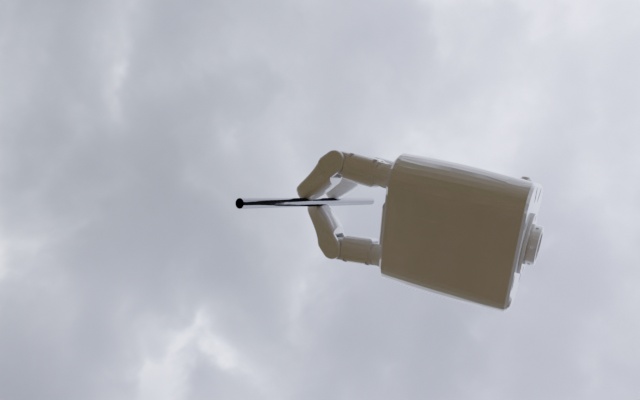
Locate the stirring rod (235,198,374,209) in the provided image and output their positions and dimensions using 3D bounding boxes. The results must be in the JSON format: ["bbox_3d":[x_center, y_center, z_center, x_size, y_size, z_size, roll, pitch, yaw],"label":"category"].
[{"bbox_3d":[0.000,0.002,0.453,0.011,0.011,0.239,0,0,29],"label":"stirring rod"}]
